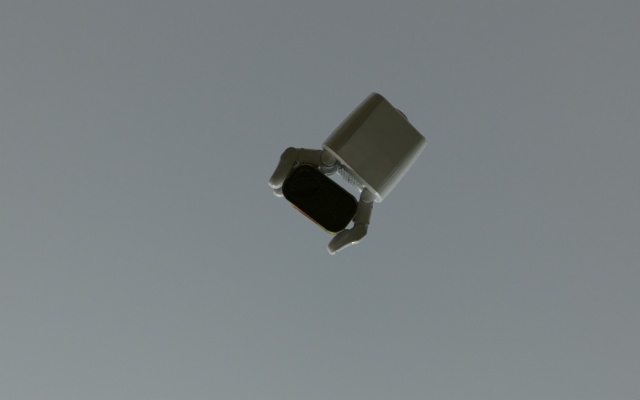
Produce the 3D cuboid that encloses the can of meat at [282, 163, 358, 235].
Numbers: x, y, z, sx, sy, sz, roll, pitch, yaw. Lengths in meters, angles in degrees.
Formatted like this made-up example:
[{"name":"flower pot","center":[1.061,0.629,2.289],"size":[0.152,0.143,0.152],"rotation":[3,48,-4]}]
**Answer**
[{"name":"can of meat","center":[0.000,0.002,0.661],"size":[0.102,0.057,0.084],"rotation":[37,-6,6]}]
